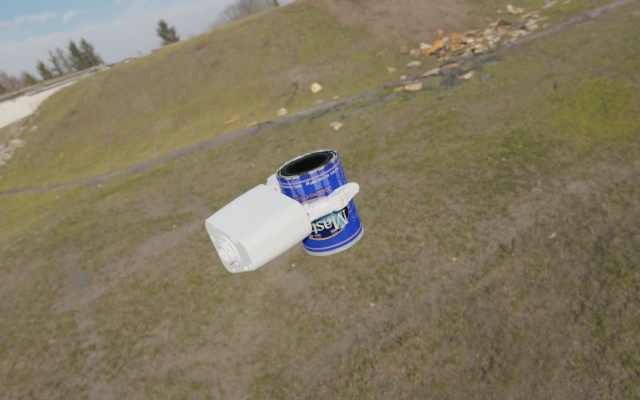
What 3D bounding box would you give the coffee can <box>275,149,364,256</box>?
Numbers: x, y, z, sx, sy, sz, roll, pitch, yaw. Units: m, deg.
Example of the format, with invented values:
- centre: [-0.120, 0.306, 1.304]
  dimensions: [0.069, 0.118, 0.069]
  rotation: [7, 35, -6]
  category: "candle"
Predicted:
- centre: [0.000, 0.003, 0.762]
  dimensions: [0.103, 0.140, 0.102]
  rotation: [-17, 21, 7]
  category: "coffee can"
